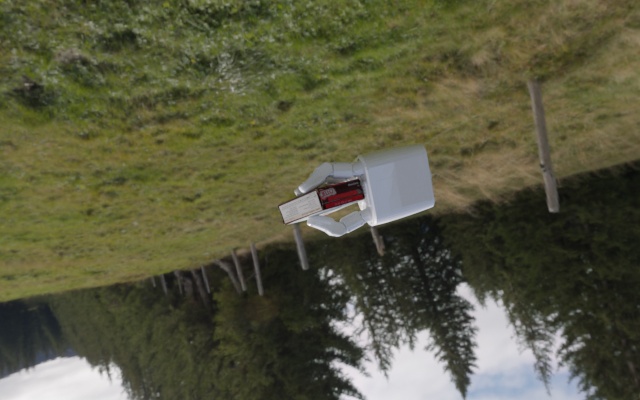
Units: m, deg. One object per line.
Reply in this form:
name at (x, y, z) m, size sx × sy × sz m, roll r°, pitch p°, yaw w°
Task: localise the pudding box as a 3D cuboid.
pudding box at (0.000, 0.003, 0.753) m, size 0.090 × 0.039 × 0.113 m, roll -13°, pitch -7°, yaw -39°
